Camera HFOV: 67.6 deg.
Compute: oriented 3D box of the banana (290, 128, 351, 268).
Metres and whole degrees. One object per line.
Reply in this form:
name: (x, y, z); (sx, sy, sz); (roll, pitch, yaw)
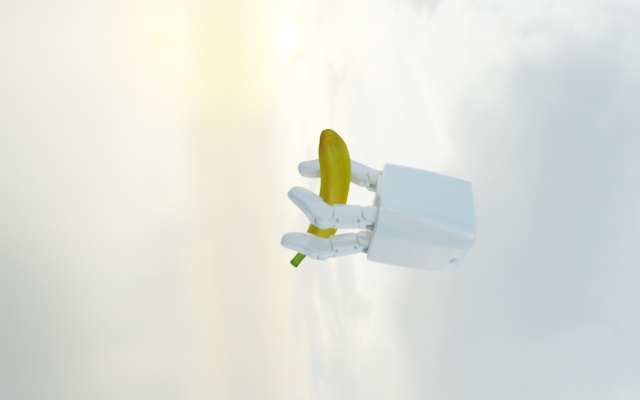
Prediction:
banana: (0.008, -0.004, 0.566); (0.037, 0.198, 0.069); (26, 37, 18)
